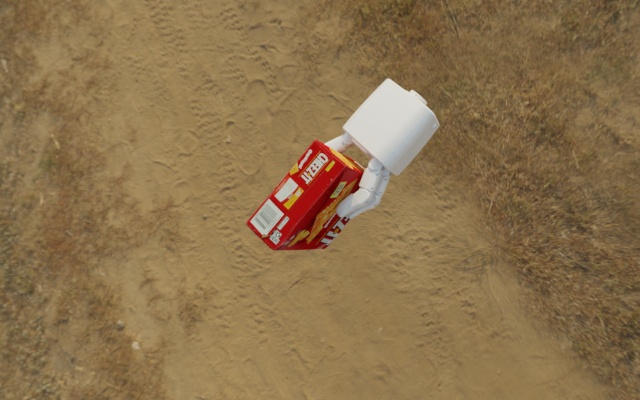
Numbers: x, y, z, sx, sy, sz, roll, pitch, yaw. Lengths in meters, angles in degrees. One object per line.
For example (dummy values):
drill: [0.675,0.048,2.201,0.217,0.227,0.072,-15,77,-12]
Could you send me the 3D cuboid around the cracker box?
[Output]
cracker box: [0.000,0.002,0.769,0.072,0.164,0.214,44,10,19]
